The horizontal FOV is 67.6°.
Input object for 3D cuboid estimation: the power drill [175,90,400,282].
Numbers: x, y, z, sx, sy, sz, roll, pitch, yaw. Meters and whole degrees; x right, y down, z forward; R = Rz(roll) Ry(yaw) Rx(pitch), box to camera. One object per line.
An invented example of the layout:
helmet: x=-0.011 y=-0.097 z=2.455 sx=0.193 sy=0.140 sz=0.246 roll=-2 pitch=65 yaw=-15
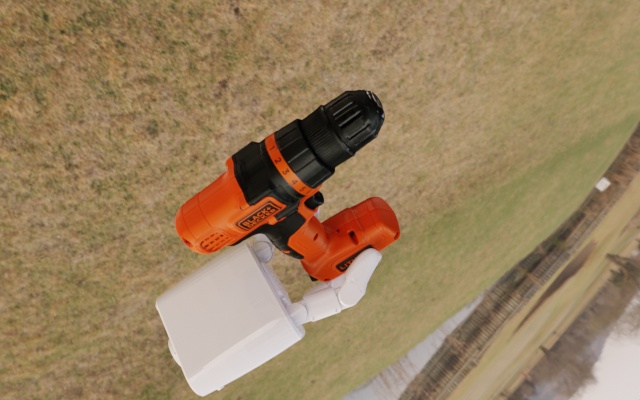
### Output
power drill: x=0.000 y=0.002 z=0.413 sx=0.184 sy=0.057 sz=0.188 roll=-32 pitch=-34 yaw=16
